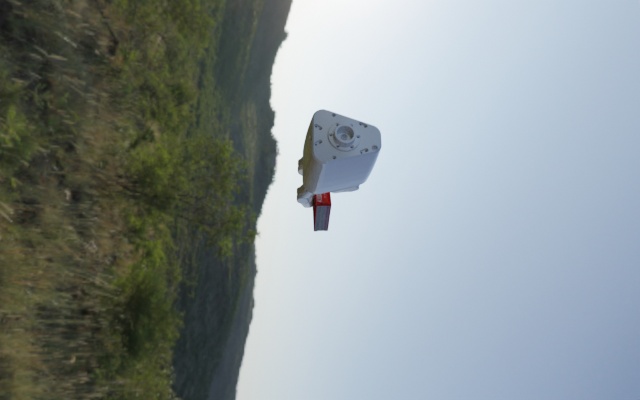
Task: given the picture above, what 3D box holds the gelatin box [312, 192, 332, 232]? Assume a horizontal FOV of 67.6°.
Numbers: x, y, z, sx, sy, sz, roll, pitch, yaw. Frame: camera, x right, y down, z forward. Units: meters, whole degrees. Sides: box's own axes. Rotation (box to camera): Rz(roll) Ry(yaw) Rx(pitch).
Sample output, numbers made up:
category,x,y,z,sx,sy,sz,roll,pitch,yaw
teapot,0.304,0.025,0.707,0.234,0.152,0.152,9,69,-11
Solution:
category,x,y,z,sx,sy,sz,roll,pitch,yaw
gelatin box,0.001,0.003,0.869,0.030,0.073,0.089,-1,-35,-4
